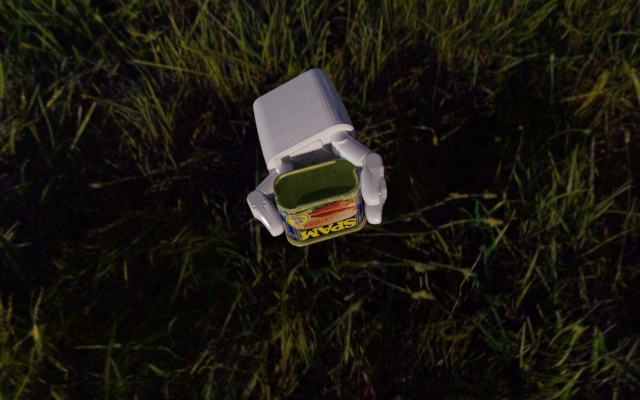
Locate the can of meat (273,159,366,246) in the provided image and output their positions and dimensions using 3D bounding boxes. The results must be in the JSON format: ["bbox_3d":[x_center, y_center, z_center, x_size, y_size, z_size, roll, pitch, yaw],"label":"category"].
[{"bbox_3d":[0.000,0.002,0.559,0.102,0.057,0.084,-15,-32,-1],"label":"can of meat"}]
